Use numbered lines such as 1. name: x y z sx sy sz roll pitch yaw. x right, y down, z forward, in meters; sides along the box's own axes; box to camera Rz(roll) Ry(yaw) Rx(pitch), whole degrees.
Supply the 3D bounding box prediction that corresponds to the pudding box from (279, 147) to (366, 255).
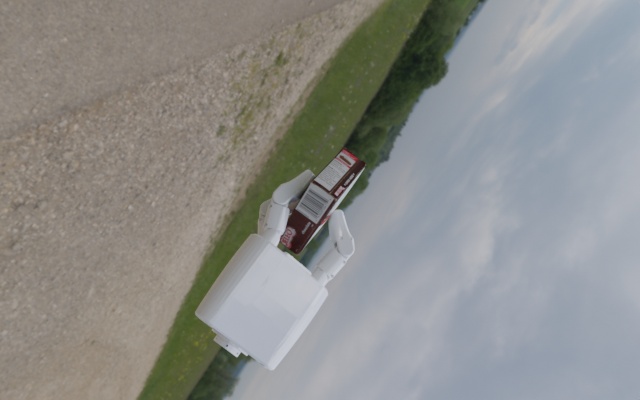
1. pudding box: 0.000 0.002 0.576 0.113 0.039 0.090 -54 -3 42
